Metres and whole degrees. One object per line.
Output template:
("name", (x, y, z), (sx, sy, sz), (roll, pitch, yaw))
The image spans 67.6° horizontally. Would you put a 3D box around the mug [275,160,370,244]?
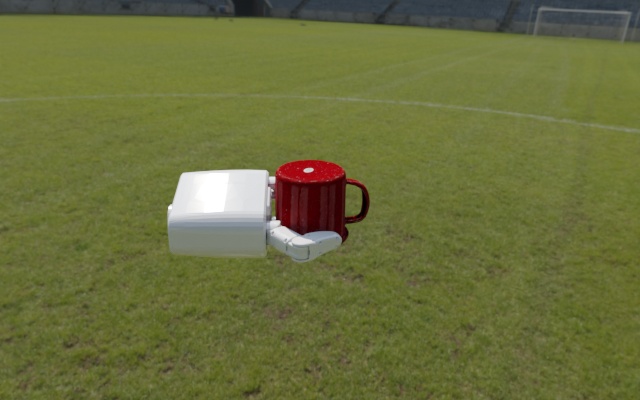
("mug", (0.002, 0.002, 0.559), (0.117, 0.081, 0.093), (-1, 23, -4))
